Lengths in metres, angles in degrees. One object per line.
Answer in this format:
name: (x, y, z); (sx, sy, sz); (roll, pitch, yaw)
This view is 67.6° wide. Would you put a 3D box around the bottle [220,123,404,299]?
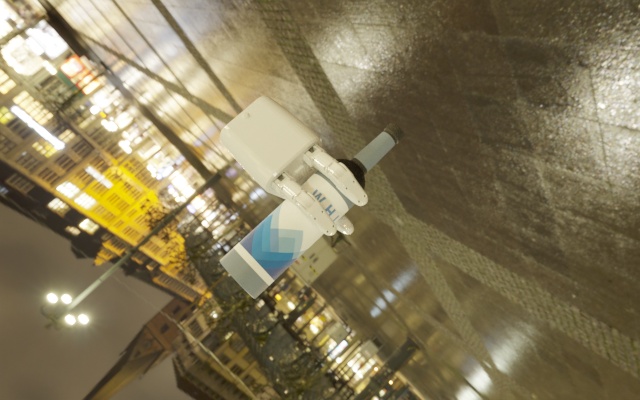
bottle: (0.000, 0.002, 0.632); (0.295, 0.069, 0.069); (-43, 9, -10)
